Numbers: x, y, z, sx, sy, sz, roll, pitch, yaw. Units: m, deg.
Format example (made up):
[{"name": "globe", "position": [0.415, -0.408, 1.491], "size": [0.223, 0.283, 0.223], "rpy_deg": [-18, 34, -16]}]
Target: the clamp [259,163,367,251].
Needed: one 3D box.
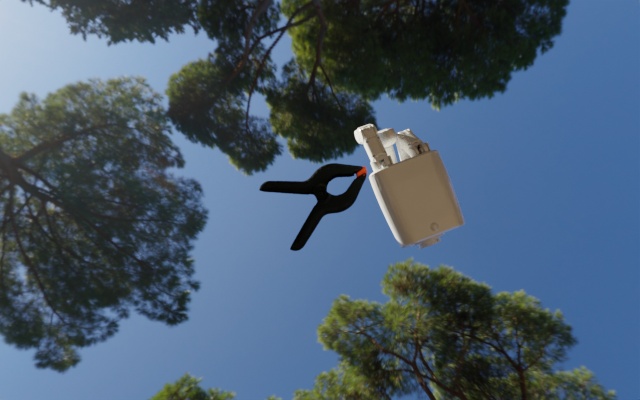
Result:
[{"name": "clamp", "position": [0.000, 0.002, 0.756], "size": [0.171, 0.120, 0.039], "rpy_deg": [-20, 0, 3]}]
